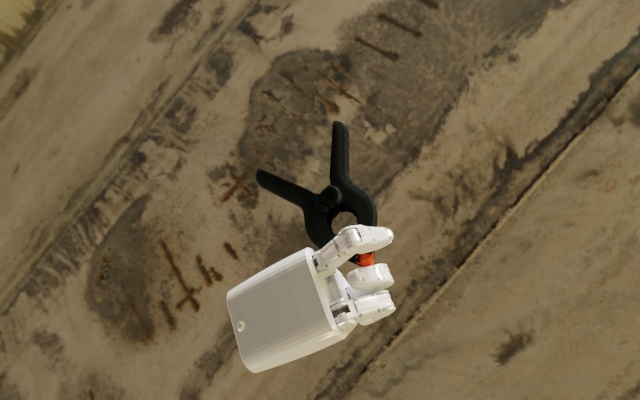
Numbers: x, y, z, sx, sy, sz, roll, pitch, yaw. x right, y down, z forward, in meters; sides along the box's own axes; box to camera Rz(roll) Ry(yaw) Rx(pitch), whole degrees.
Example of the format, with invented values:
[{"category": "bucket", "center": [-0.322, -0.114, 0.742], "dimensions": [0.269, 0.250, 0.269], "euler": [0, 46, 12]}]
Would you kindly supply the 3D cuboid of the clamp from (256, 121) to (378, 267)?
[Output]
[{"category": "clamp", "center": [0.000, 0.002, 0.527], "dimensions": [0.120, 0.171, 0.039], "euler": [-27, -28, 12]}]
